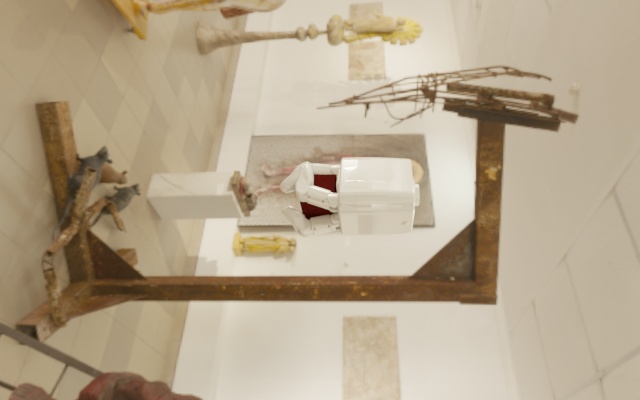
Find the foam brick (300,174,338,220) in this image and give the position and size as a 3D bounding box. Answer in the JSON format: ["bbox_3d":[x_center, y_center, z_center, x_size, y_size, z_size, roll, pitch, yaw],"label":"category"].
[{"bbox_3d":[0.000,0.002,0.738,0.051,0.053,0.078,0,-32,7],"label":"foam brick"}]
